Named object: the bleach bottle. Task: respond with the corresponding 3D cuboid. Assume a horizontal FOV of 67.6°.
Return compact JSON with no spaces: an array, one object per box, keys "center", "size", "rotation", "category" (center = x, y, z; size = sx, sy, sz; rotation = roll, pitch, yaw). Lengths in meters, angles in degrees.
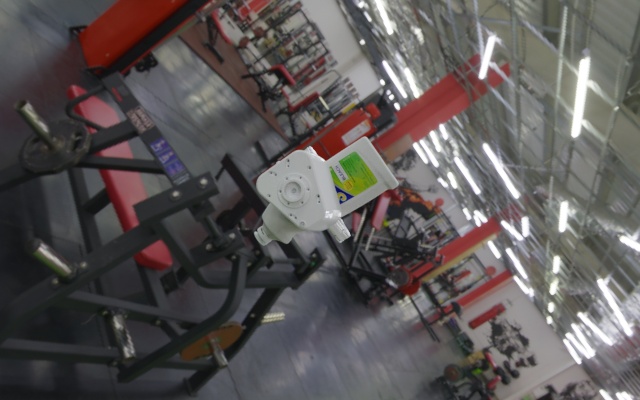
[{"center":[0.000,0.003,0.808],"size":[0.251,0.102,0.068],"rotation":[-35,-10,9],"category":"bleach bottle"}]
